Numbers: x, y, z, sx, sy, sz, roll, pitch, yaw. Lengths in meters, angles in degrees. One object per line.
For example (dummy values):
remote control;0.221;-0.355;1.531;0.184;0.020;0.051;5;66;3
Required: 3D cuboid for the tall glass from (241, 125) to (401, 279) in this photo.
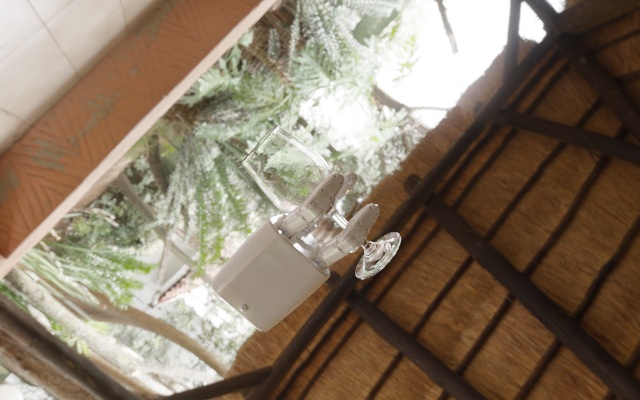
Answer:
tall glass;0.001;0.002;0.568;0.201;0.079;0.079;44;-11;-12
